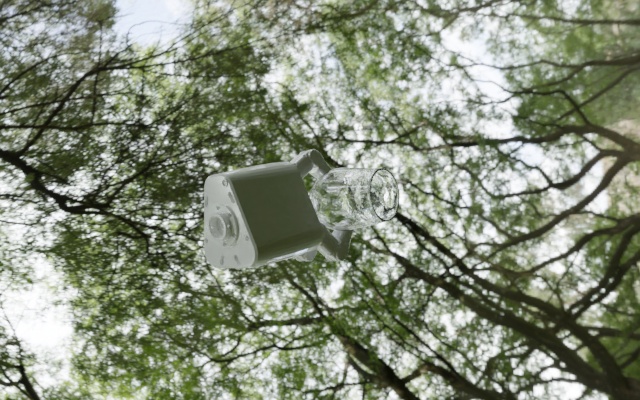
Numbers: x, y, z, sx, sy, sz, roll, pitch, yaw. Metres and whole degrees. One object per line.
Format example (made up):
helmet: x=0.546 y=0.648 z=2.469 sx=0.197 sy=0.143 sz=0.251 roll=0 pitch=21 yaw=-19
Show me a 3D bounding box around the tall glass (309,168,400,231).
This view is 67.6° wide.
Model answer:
tall glass: x=0.000 y=0.002 z=0.614 sx=0.201 sy=0.079 sz=0.079 roll=-7 pitch=-4 yaw=41
